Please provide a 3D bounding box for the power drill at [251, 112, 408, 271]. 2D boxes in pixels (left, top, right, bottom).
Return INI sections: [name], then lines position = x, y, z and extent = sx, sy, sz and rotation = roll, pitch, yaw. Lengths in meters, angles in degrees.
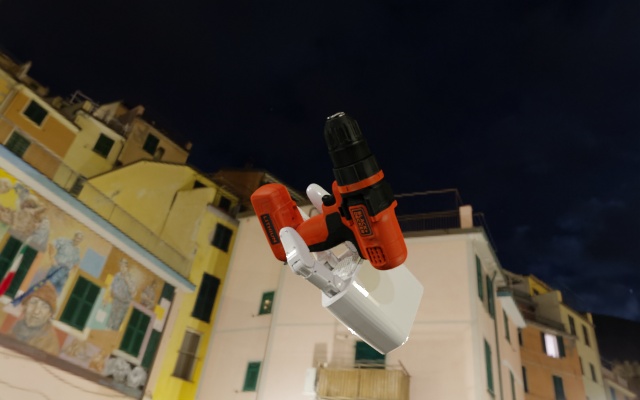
[power drill]
position = 0.000, 0.002, 0.575
extent = 0.187, 0.184, 0.057
rotation = -12, 13, 44
